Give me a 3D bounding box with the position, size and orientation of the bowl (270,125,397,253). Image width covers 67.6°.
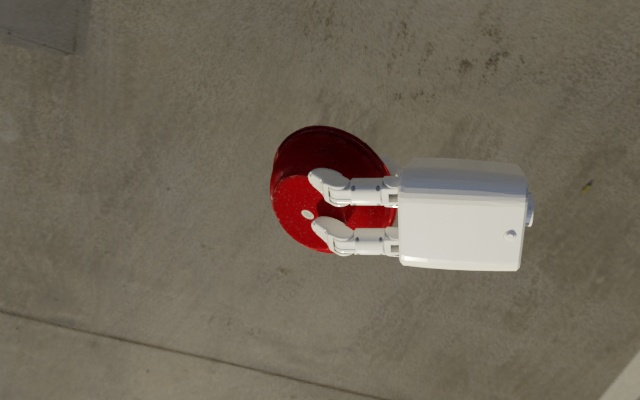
[{"bbox_3d":[-0.001,0.002,0.531,0.162,0.162,0.055,0,27,33],"label":"bowl"}]
